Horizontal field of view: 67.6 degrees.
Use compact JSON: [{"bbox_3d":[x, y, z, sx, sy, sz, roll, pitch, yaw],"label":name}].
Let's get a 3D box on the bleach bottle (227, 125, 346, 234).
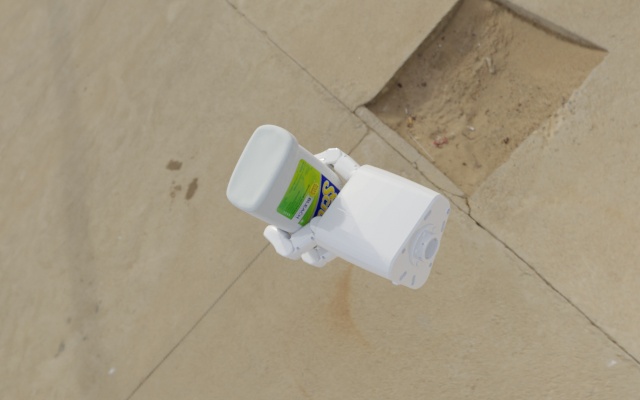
[{"bbox_3d":[0.000,0.002,0.608,0.068,0.102,0.251,26,-1,39],"label":"bleach bottle"}]
